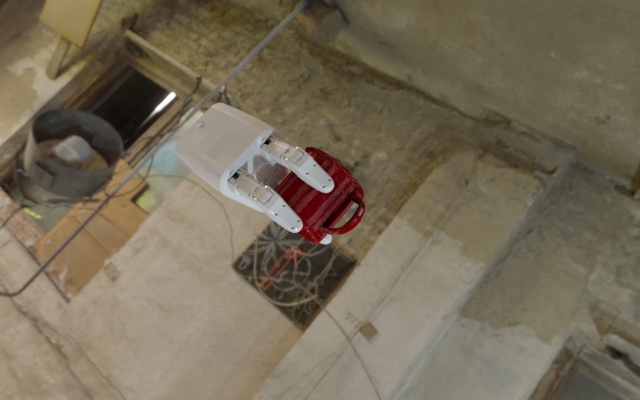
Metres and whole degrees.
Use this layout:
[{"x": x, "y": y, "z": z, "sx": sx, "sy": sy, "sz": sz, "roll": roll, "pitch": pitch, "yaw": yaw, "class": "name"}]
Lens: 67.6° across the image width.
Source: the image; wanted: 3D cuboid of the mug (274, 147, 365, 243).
[{"x": 0.001, "y": 0.003, "z": 0.563, "sx": 0.117, "sy": 0.081, "sz": 0.093, "roll": 32, "pitch": -14, "yaw": 35, "class": "mug"}]
